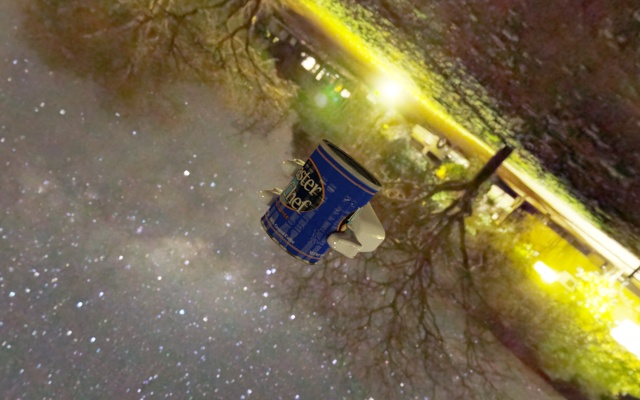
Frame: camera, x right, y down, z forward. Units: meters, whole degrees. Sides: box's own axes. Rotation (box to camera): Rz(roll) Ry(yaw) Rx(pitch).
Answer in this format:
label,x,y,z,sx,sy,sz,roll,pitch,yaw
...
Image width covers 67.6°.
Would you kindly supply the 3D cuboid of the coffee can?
label,x,y,z,sx,sy,sz,roll,pitch,yaw
coffee can,0.000,0.002,0.653,0.103,0.140,0.102,37,12,-9
